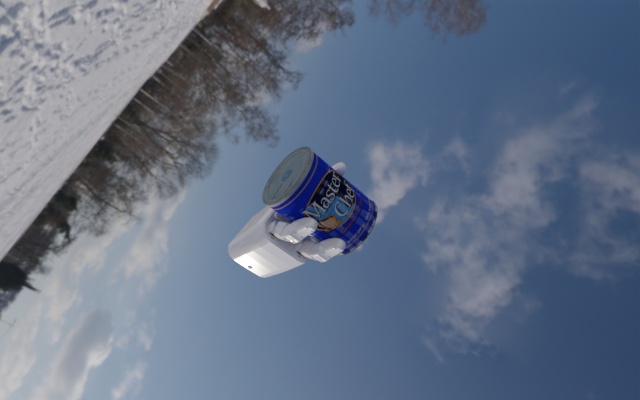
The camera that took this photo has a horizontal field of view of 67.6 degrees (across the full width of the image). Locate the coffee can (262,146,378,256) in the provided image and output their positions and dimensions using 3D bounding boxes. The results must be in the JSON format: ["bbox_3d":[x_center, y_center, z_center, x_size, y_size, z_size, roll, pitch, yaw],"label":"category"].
[{"bbox_3d":[0.000,0.002,0.706,0.140,0.102,0.103,38,-19,-26],"label":"coffee can"}]
